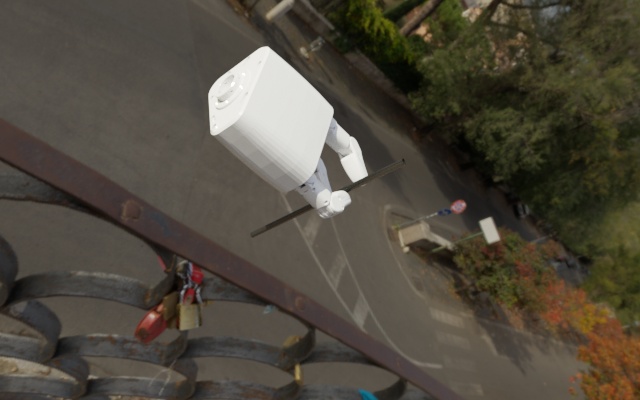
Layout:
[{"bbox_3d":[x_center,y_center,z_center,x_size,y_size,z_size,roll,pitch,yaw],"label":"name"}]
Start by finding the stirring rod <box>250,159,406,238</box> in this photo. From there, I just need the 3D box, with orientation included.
[{"bbox_3d":[0.000,0.002,0.597,0.239,0.011,0.011,-26,-14,30],"label":"stirring rod"}]
